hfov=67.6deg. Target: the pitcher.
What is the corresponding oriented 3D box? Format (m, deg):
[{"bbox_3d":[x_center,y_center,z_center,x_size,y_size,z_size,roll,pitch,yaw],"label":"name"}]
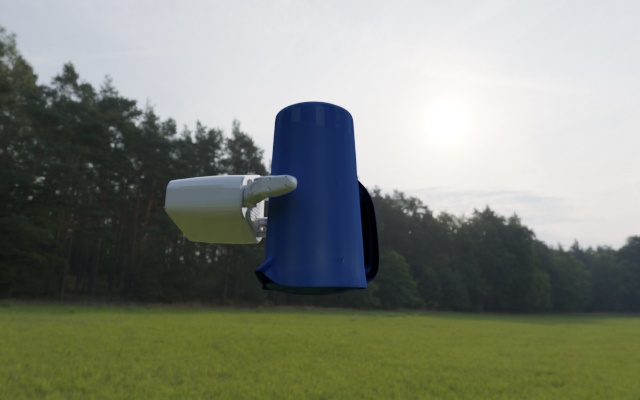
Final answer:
[{"bbox_3d":[0.000,0.002,0.633,0.145,0.242,0.149,-2,-13,10],"label":"pitcher"}]
